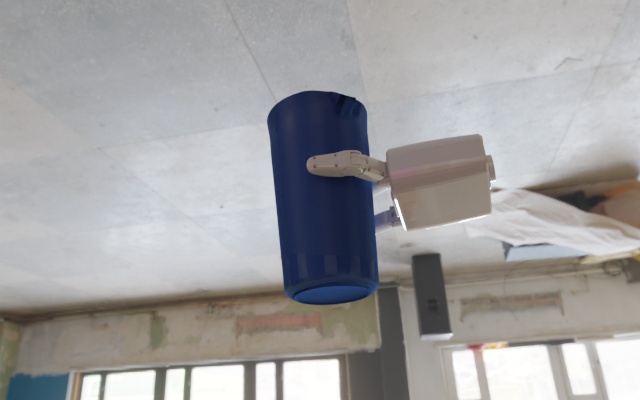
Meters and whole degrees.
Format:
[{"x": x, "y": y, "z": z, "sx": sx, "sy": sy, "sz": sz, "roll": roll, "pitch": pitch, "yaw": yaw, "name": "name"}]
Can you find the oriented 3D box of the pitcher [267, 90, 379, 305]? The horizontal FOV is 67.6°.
[{"x": 0.000, "y": 0.002, "z": 0.593, "sx": 0.145, "sy": 0.242, "sz": 0.149, "roll": -11, "pitch": -25, "yaw": 13, "name": "pitcher"}]
